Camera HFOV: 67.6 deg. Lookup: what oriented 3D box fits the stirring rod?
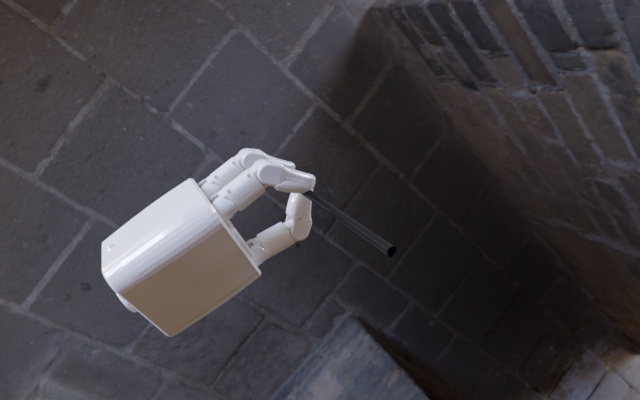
[{"bbox_3d":[0.000,0.001,0.425,0.011,0.011,0.239,0,16,-25],"label":"stirring rod"}]
